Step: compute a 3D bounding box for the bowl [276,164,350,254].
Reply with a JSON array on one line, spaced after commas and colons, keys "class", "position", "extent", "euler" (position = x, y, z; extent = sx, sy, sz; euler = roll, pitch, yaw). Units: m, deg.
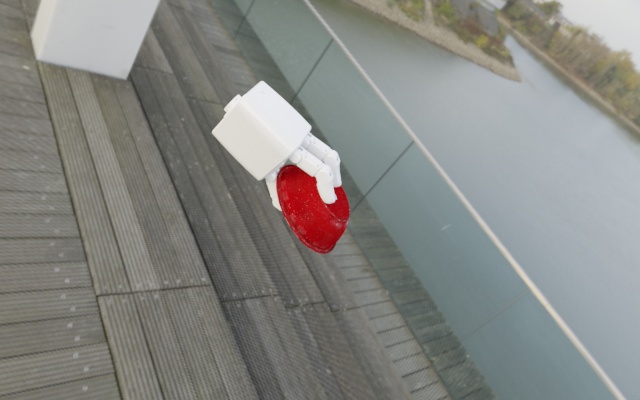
[{"class": "bowl", "position": [0.001, 0.003, 0.779], "extent": [0.055, 0.162, 0.162], "euler": [-27, -13, 26]}]
